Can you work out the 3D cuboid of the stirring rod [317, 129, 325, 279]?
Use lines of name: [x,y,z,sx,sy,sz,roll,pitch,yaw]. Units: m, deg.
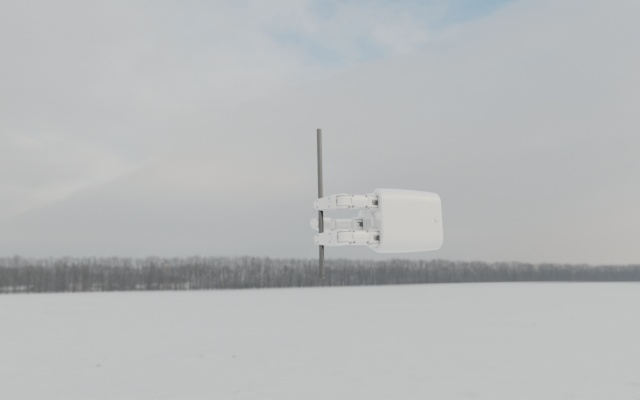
stirring rod: [0.000,0.003,0.758,0.011,0.239,0.011,-1,-10,0]
